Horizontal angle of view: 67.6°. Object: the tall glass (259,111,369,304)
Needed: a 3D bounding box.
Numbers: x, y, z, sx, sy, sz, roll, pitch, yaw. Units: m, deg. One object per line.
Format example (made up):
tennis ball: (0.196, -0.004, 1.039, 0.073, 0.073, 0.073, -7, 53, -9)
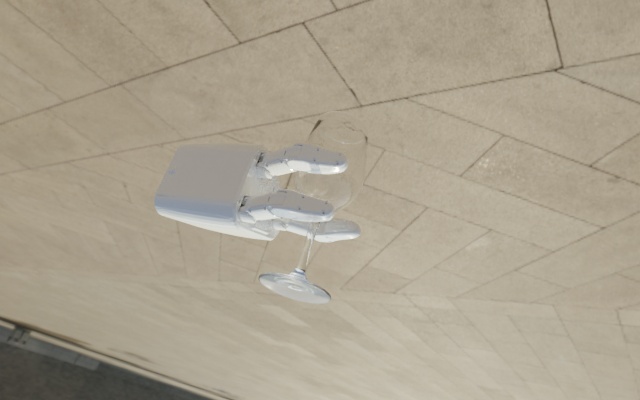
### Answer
tall glass: (0.000, 0.002, 0.510, 0.079, 0.201, 0.079, 14, -26, 7)
